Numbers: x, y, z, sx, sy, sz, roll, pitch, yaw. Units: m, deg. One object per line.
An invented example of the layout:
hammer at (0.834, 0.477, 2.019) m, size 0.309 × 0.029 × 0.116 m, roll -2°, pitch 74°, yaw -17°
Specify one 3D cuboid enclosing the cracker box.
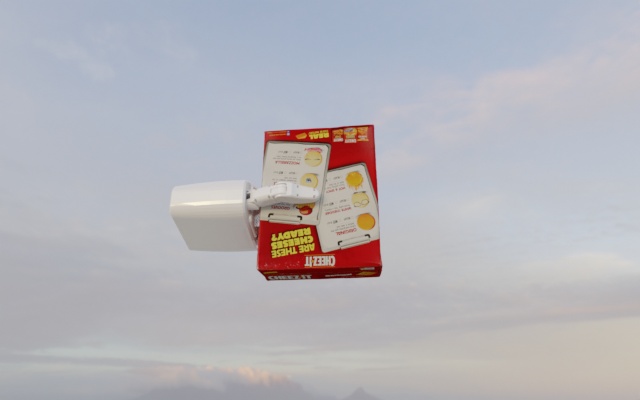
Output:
cracker box at (0.000, 0.002, 0.680) m, size 0.164 × 0.213 × 0.072 m, roll -3°, pitch -24°, yaw 6°
